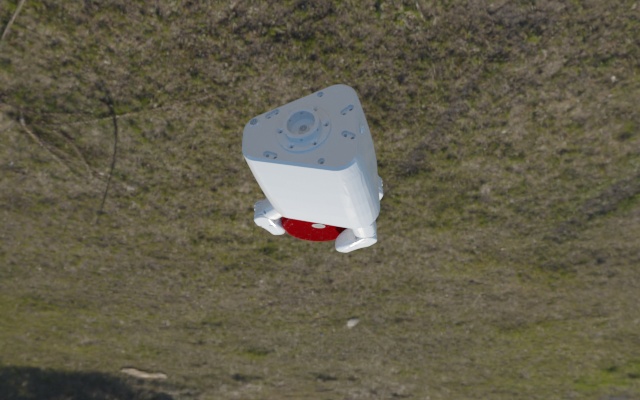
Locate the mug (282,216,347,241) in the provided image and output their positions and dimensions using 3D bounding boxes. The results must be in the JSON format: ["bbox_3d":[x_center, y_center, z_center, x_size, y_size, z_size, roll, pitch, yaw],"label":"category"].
[{"bbox_3d":[0.000,0.003,0.570,0.093,0.081,0.117,-6,-30,13],"label":"mug"}]
